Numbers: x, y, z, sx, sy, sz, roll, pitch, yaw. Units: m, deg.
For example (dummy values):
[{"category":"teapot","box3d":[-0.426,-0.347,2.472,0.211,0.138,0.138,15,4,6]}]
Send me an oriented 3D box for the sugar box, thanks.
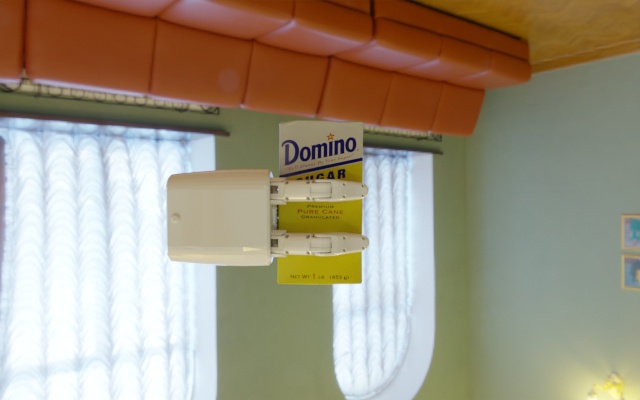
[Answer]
[{"category":"sugar box","box3d":[0.000,0.002,0.526,0.093,0.176,0.048,0,0,-1]}]
